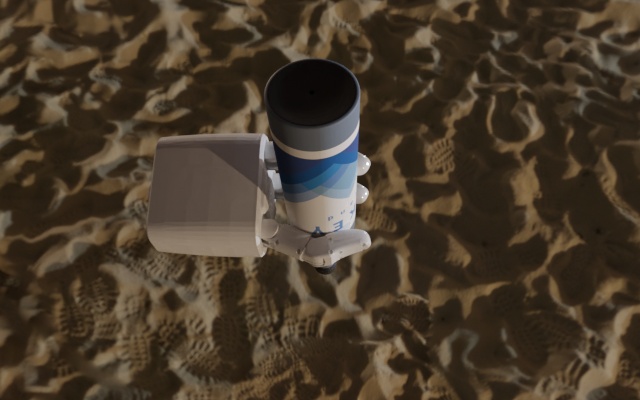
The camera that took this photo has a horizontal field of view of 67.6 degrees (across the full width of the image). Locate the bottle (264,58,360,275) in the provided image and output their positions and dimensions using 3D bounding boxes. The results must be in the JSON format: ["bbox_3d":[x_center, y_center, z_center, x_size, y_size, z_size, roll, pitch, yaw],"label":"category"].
[{"bbox_3d":[0.000,0.001,0.453,0.069,0.069,0.296,0,-31,3],"label":"bottle"}]
